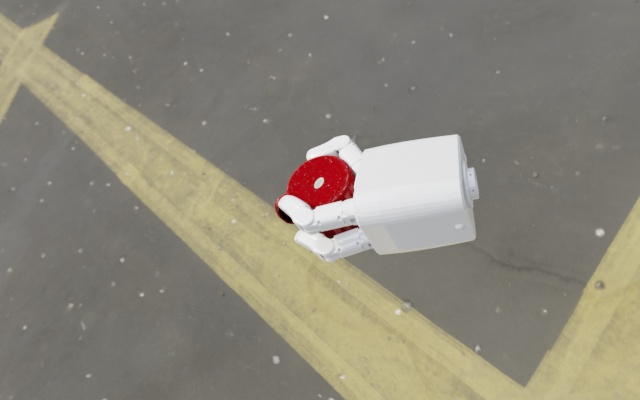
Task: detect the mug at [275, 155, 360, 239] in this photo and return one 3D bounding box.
[{"bbox_3d":[-0.001,0.002,0.578,0.117,0.093,0.081,-10,-37,20],"label":"mug"}]
